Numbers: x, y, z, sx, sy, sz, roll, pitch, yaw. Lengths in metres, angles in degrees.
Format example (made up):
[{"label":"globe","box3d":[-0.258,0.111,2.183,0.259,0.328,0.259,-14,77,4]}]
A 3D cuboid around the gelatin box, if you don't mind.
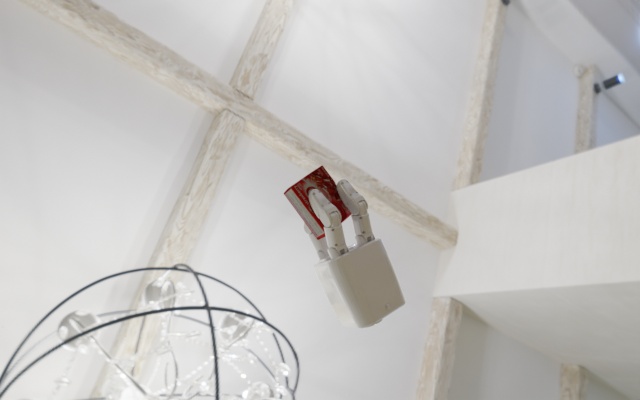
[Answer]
[{"label":"gelatin box","box3d":[0.000,0.002,0.714,0.073,0.089,0.030,-37,0,-37]}]
